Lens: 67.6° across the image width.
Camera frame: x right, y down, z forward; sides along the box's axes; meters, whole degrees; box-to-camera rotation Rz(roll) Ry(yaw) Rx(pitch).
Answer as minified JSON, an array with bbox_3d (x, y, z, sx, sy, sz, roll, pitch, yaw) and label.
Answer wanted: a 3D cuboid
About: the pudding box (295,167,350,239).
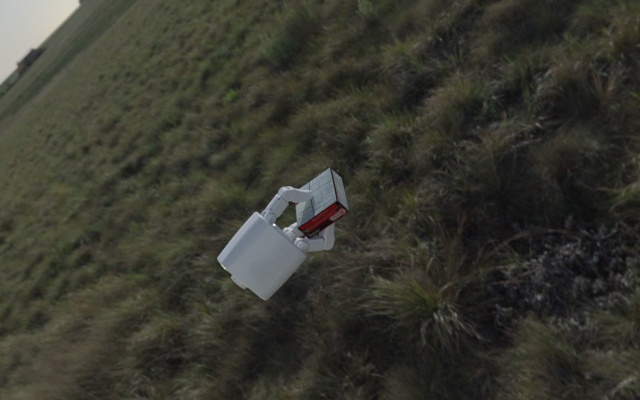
[{"bbox_3d":[0.000,0.003,0.847,0.090,0.113,0.039,-34,-56,18],"label":"pudding box"}]
